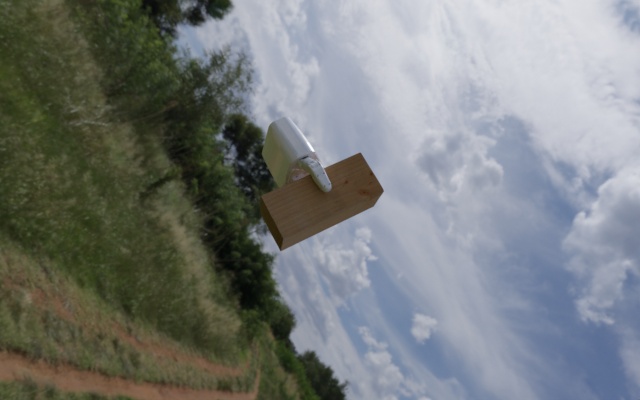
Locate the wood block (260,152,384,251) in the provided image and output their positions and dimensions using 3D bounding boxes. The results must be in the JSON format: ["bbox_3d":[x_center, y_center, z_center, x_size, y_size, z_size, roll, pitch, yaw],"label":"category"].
[{"bbox_3d":[0.000,0.002,0.888,0.206,0.090,0.091,-25,-16,-15],"label":"wood block"}]
